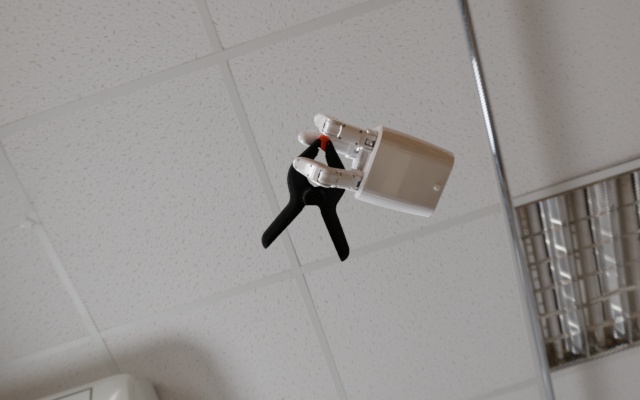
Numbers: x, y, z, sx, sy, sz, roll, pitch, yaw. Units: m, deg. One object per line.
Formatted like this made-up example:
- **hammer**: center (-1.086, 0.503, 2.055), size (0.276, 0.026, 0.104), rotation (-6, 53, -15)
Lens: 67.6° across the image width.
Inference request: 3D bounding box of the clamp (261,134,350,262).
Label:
- **clamp**: center (0.000, 0.002, 0.637), size (0.120, 0.171, 0.039), rotation (17, 16, -10)
